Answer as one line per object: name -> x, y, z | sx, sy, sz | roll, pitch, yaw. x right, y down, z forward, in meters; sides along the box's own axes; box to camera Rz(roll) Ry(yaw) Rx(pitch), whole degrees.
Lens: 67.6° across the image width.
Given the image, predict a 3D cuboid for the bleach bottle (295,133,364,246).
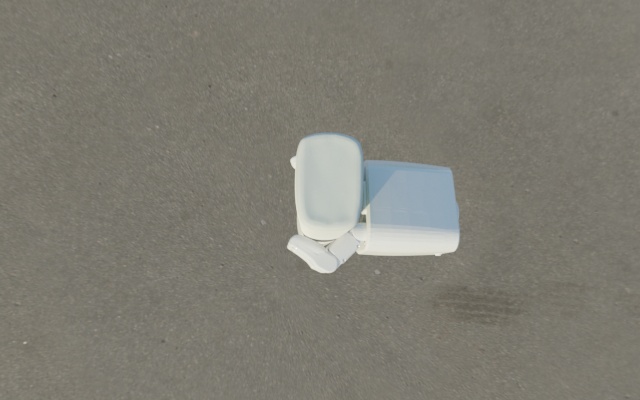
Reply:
bleach bottle -> 0.000, 0.002, 0.586 | 0.068, 0.102, 0.251 | 2, -9, -4
